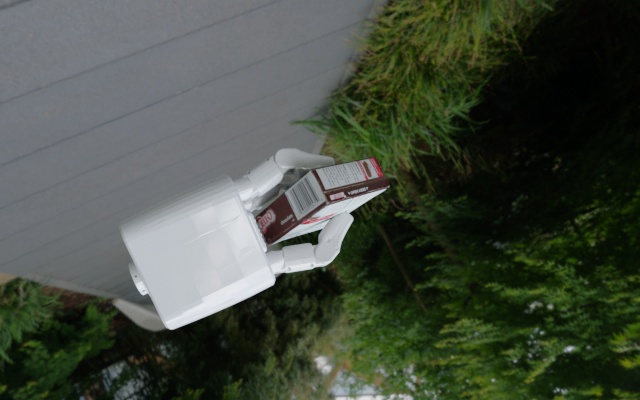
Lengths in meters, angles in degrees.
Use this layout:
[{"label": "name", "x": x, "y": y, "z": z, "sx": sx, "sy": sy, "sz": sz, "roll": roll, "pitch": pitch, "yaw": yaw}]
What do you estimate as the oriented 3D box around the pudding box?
[{"label": "pudding box", "x": 0.000, "y": 0.002, "z": 0.483, "sx": 0.090, "sy": 0.039, "sz": 0.113, "roll": -16, "pitch": -12, "yaw": -41}]
